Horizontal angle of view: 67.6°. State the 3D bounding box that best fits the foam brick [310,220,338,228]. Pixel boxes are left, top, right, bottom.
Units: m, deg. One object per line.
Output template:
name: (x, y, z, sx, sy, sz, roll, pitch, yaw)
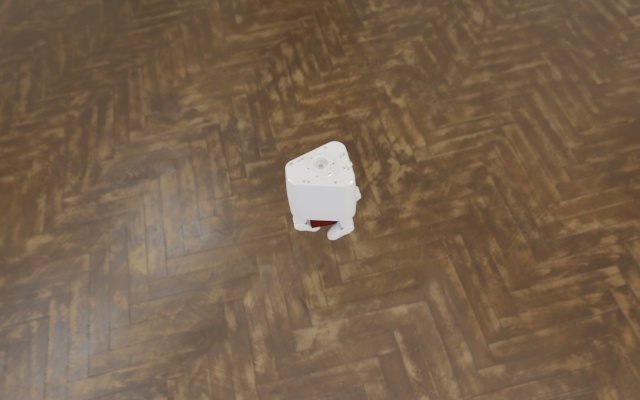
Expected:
foam brick: (0.000, 0.003, 0.884, 0.053, 0.078, 0.051, -11, -32, -7)
